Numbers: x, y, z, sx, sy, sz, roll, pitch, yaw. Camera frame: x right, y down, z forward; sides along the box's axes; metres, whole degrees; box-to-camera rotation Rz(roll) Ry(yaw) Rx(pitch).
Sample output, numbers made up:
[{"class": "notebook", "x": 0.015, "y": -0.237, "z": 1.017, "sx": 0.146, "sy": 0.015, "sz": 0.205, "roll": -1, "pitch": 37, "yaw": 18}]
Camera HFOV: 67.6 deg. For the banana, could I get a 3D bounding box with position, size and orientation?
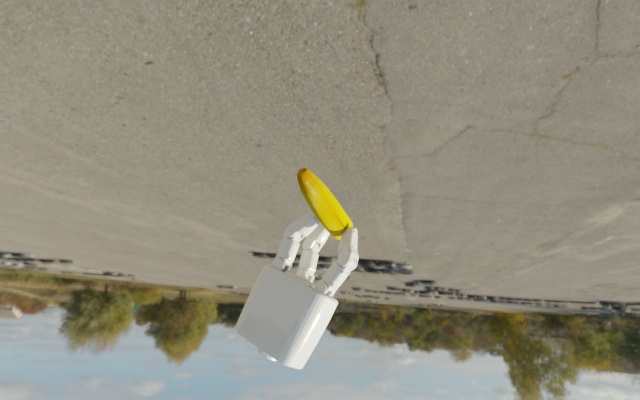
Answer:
[{"class": "banana", "x": 0.012, "y": 0.017, "z": 0.675, "sx": 0.037, "sy": 0.069, "sz": 0.198, "roll": -39, "pitch": -23, "yaw": 0}]
